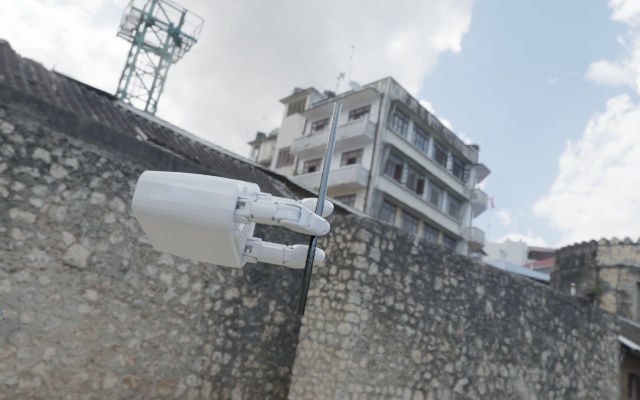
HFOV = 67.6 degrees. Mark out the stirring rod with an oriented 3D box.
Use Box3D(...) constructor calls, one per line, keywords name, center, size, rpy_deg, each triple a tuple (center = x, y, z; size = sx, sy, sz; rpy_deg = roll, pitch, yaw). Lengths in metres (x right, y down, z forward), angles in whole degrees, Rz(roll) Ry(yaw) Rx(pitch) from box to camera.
Box3D(name="stirring rod", center=(0.000, 0.002, 0.514), size=(0.011, 0.239, 0.011), rpy_deg=(9, -17, 3))
